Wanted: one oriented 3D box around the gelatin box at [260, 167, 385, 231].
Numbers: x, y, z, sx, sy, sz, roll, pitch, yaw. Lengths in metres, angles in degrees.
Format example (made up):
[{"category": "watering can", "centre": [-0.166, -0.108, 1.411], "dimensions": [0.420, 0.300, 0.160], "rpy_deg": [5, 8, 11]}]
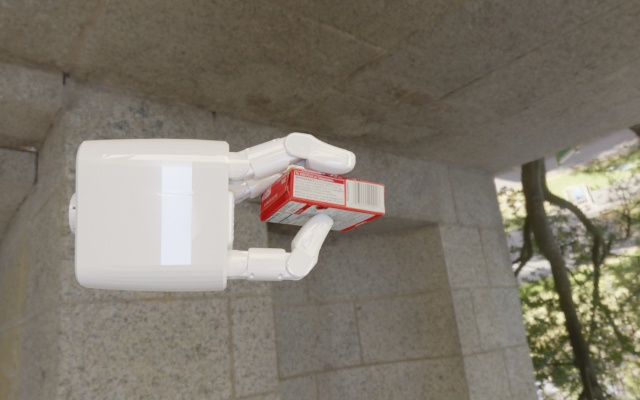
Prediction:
[{"category": "gelatin box", "centre": [0.000, 0.002, 0.416], "dimensions": [0.089, 0.030, 0.073], "rpy_deg": [9, -19, -22]}]
